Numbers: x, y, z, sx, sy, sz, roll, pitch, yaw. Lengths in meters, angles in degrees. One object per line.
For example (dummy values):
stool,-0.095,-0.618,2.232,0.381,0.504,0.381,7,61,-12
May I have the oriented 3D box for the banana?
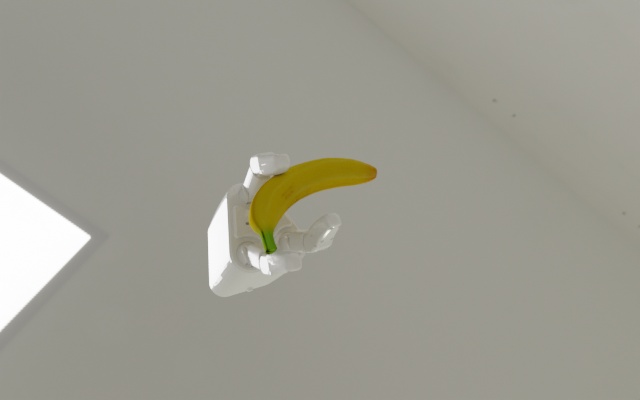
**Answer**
banana,-0.014,-0.011,0.528,0.197,0.069,0.037,-36,-9,-40
